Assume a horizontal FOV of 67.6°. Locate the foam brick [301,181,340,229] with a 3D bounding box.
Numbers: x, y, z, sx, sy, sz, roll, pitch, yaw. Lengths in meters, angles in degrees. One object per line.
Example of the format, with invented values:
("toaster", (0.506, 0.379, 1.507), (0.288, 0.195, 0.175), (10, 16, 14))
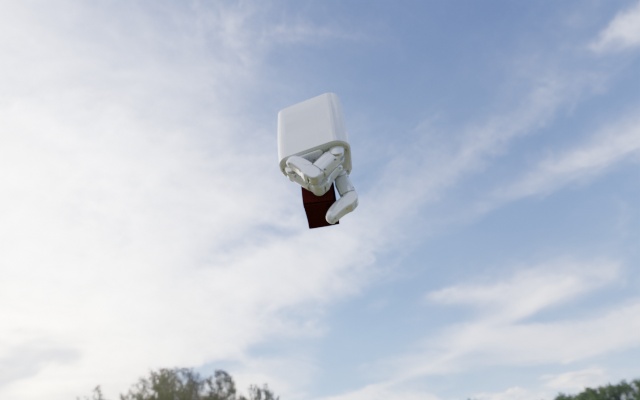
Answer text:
("foam brick", (0.000, 0.003, 0.762), (0.053, 0.051, 0.078), (-8, -32, 1))
